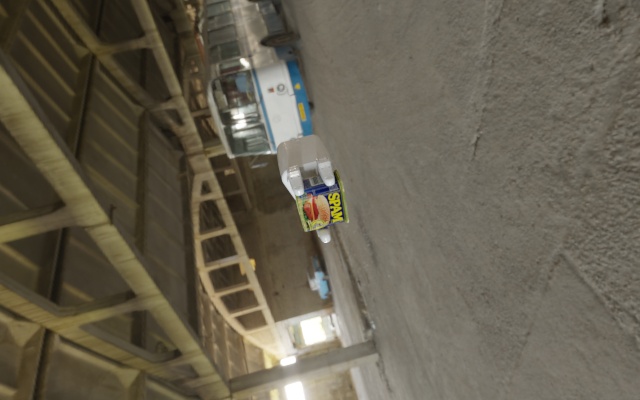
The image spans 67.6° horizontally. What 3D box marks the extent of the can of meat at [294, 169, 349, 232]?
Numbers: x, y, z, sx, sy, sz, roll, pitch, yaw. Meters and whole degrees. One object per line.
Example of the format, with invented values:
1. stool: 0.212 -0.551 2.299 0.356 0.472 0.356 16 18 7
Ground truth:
1. can of meat: 0.000 0.003 0.854 0.084 0.102 0.057 -15 42 -4
